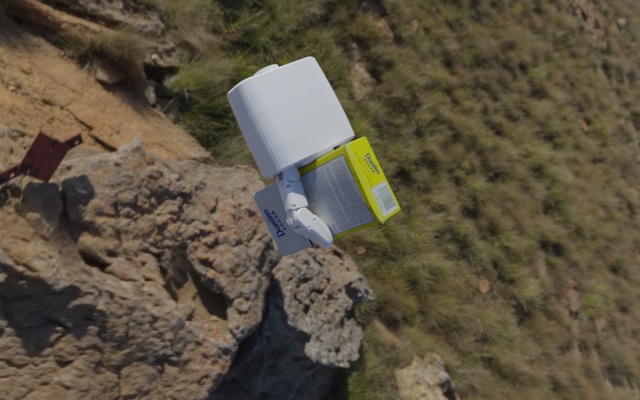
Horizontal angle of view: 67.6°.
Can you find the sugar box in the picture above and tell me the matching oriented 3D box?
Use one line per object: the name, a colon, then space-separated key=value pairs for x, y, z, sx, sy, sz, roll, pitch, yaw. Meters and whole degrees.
sugar box: x=0.000 y=0.002 z=0.567 sx=0.048 sy=0.093 sz=0.176 roll=-28 pitch=4 yaw=-43
